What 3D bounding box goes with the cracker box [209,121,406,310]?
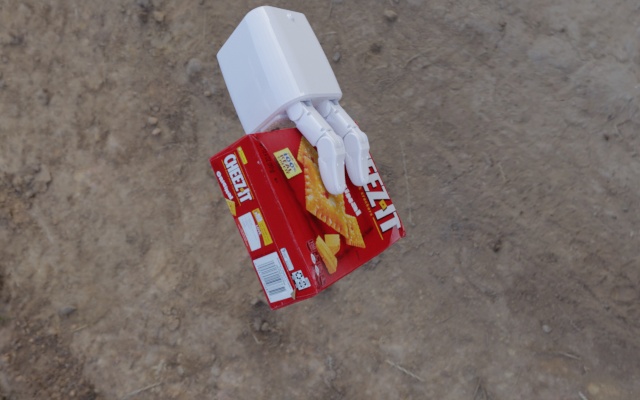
[{"bbox_3d":[0.000,0.002,0.534,0.072,0.164,0.213,-24,-3,35],"label":"cracker box"}]
